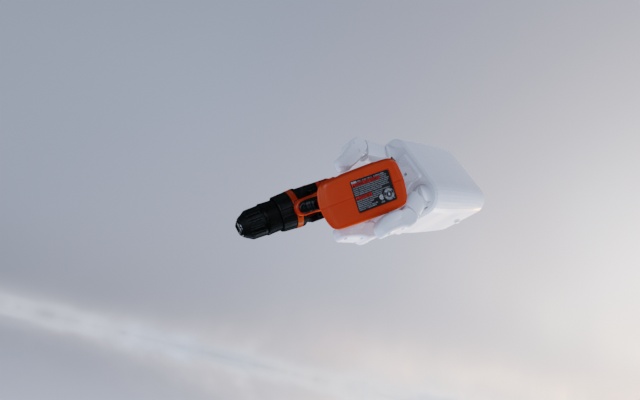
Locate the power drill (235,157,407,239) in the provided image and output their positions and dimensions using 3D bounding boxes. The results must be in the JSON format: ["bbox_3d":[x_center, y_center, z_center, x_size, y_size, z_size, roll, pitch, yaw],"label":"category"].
[{"bbox_3d":[0.001,0.002,0.576,0.184,0.057,0.187,-22,6,-22],"label":"power drill"}]
